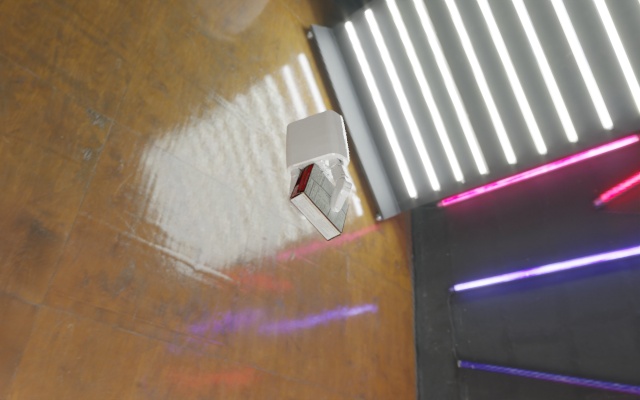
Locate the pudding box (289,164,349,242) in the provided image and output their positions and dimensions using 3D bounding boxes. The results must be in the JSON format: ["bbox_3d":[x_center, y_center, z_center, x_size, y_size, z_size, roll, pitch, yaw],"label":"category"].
[{"bbox_3d":[0.000,0.003,0.855,0.039,0.113,0.090,-29,26,32],"label":"pudding box"}]
